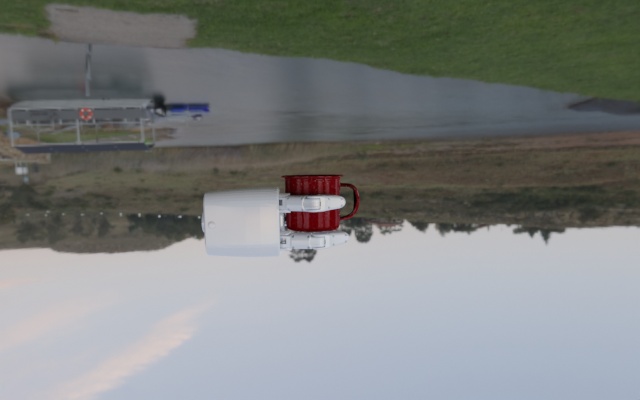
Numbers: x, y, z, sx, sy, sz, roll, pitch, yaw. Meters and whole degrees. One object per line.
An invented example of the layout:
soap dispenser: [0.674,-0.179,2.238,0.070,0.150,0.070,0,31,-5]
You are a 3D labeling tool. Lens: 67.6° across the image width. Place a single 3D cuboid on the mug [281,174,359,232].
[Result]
mug: [0.002,0.003,0.720,0.117,0.081,0.093,-1,4,-1]
